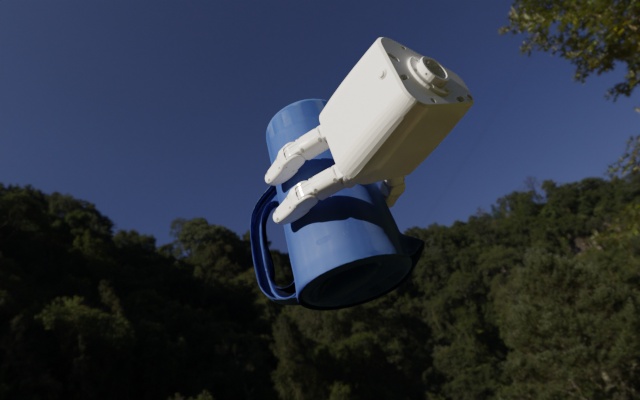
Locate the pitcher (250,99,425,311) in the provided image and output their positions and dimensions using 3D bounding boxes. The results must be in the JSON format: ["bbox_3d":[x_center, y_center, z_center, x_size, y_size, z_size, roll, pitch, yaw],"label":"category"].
[{"bbox_3d":[0.000,0.002,0.573,0.149,0.242,0.145,4,-38,-32],"label":"pitcher"}]
